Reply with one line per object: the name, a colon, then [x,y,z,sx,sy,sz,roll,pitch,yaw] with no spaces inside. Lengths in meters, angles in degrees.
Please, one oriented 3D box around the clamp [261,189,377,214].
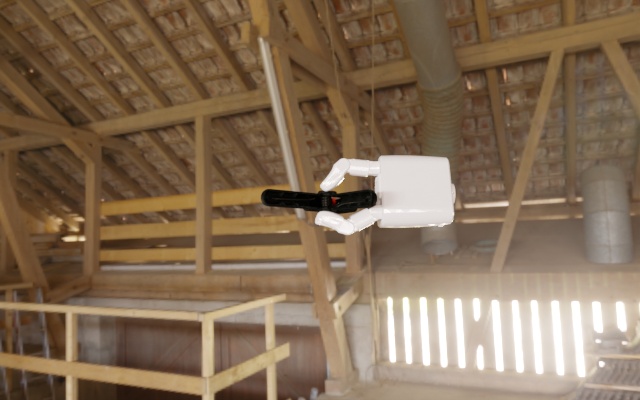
clamp: [0.000,0.002,0.755,0.164,0.036,0.210,2,-4,2]
